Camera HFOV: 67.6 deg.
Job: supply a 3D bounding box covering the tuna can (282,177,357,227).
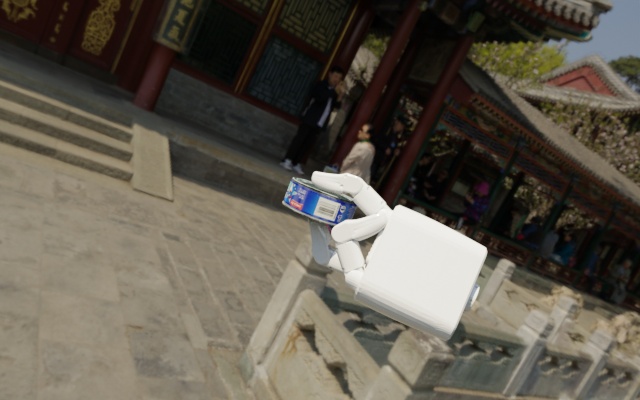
[{"bbox_3d":[0.000,0.001,0.571,0.086,0.034,0.086,20,7,-2],"label":"tuna can"}]
